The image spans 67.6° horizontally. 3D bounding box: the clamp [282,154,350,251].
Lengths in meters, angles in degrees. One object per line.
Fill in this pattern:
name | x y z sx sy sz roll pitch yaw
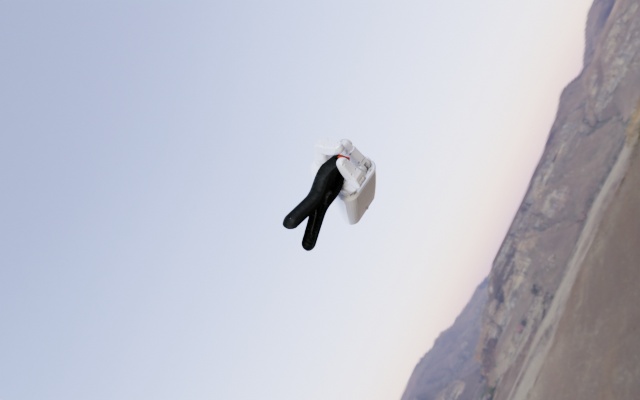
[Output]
clamp | 0.000 0.002 0.796 0.039 0.171 0.120 27 -23 19
